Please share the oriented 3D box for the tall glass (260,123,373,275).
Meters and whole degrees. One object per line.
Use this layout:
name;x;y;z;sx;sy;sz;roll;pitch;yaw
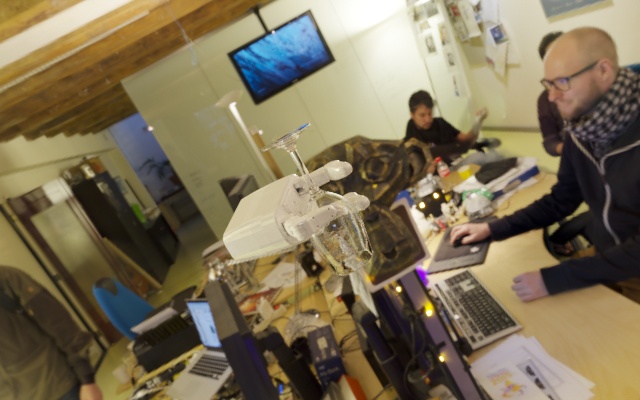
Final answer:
tall glass;0.000;0.002;0.646;0.079;0.201;0.079;-27;13;7
